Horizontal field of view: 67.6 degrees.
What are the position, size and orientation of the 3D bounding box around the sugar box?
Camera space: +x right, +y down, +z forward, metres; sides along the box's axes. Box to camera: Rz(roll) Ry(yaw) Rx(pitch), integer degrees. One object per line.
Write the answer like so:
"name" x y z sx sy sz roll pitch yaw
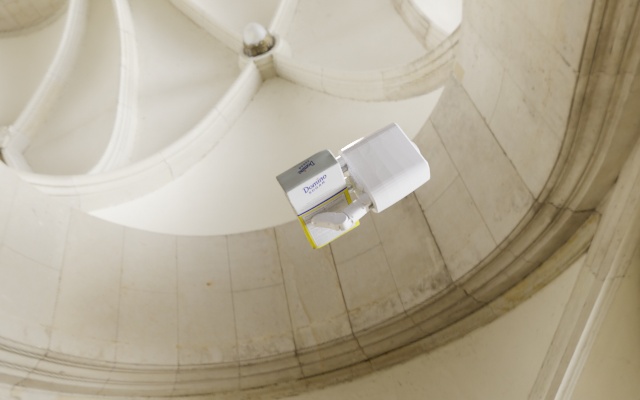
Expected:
"sugar box" 0.000 0.002 0.771 0.093 0.048 0.176 -30 -39 -6
